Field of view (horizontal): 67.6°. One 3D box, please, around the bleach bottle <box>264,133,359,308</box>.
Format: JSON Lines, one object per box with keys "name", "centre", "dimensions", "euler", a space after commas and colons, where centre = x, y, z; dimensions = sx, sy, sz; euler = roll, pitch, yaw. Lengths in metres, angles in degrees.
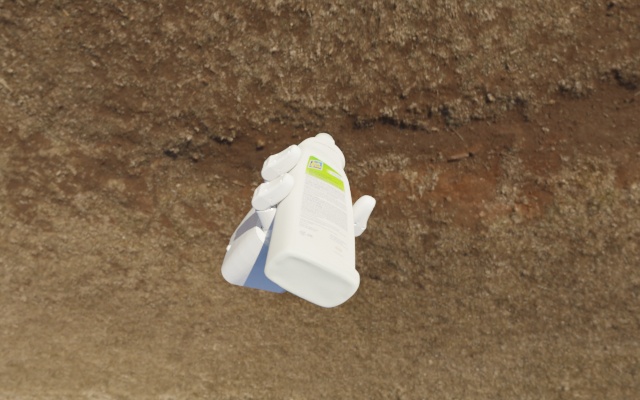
{"name": "bleach bottle", "centre": [0.000, 0.002, 0.591], "dimensions": [0.102, 0.250, 0.068], "euler": [29, -52, -18]}
